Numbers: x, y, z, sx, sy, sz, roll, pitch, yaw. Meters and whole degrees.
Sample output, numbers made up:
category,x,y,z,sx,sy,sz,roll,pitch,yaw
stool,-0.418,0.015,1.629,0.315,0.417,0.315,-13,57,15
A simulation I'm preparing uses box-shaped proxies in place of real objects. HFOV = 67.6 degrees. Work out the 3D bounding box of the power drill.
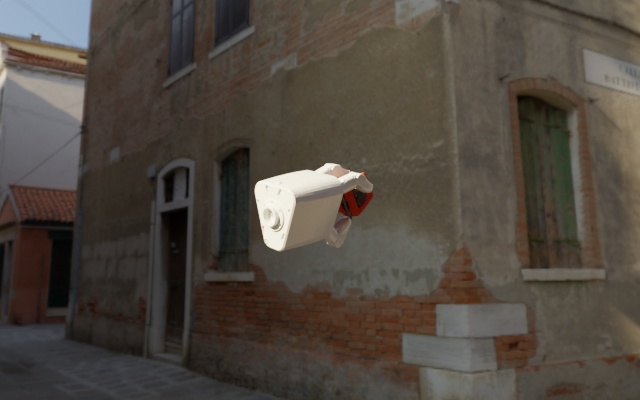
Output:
category,x,y,z,sx,sy,sz,roll,pitch,yaw
power drill,0.000,0.003,0.897,0.188,0.057,0.184,-16,16,28
